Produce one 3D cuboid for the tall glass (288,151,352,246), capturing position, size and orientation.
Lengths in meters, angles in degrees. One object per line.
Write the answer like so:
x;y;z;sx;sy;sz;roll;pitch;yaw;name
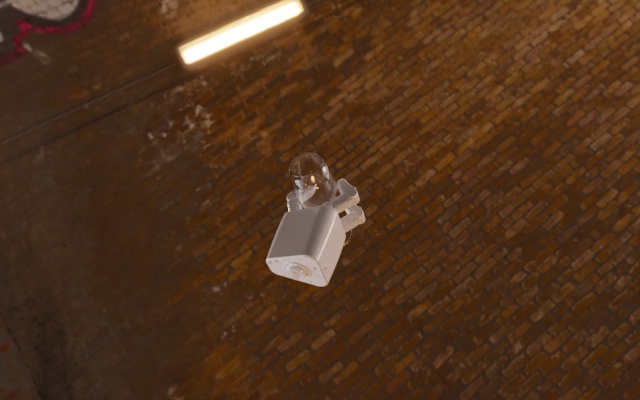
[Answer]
0.000;0.003;0.880;0.079;0.079;0.201;0;-42;20;tall glass
